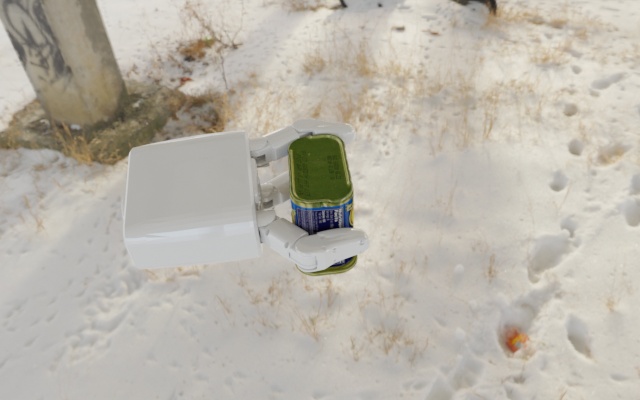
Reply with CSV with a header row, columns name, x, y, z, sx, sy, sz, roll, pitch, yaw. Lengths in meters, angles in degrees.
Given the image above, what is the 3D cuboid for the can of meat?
name,x,y,z,sx,sy,sz,roll,pitch,yaw
can of meat,0.000,0.001,0.429,0.057,0.084,0.102,-6,41,-2
